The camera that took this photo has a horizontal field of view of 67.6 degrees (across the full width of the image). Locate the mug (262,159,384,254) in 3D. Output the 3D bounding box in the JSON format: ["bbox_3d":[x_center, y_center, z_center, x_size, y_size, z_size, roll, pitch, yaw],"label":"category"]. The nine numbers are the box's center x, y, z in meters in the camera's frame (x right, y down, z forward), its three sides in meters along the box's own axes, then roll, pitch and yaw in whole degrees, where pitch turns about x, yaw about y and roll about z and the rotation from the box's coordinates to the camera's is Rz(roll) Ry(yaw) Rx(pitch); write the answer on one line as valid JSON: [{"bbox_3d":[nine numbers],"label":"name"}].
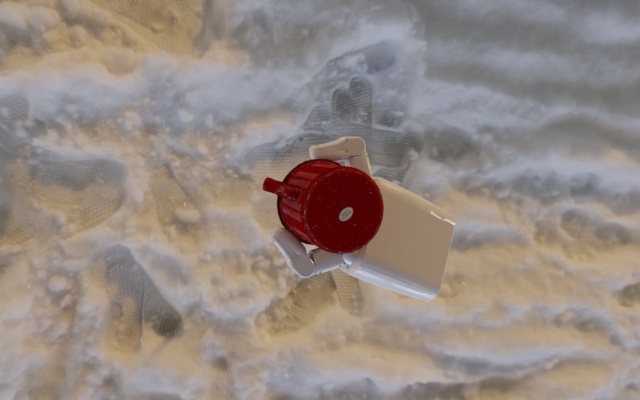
[{"bbox_3d":[-0.001,0.001,0.466,0.117,0.093,0.081,22,-1,-18],"label":"mug"}]
